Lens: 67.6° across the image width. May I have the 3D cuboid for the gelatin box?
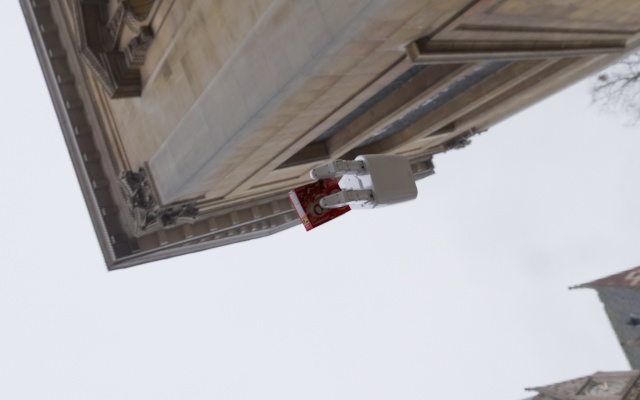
[{"bbox_3d":[0.000,0.003,0.811,0.089,0.073,0.030,-23,-6,-32],"label":"gelatin box"}]
